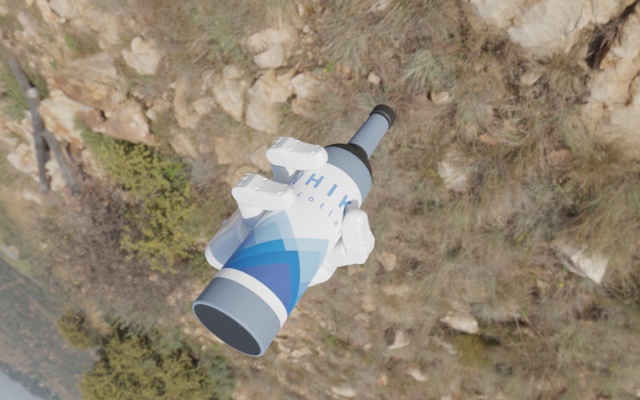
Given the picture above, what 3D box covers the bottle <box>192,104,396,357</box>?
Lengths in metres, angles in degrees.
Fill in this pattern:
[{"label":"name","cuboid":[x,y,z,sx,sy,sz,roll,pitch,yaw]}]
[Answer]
[{"label":"bottle","cuboid":[0.000,0.002,0.447,0.069,0.069,0.295,0,41,40]}]
